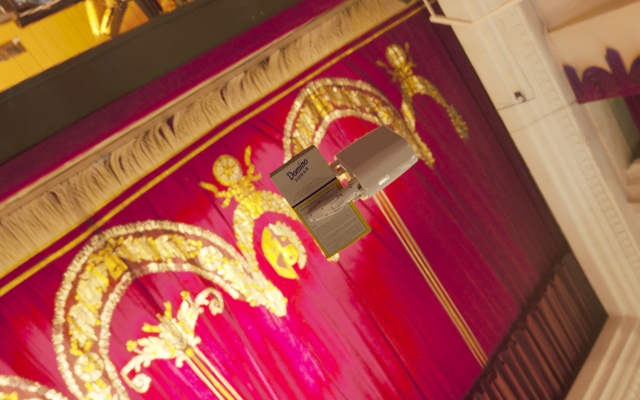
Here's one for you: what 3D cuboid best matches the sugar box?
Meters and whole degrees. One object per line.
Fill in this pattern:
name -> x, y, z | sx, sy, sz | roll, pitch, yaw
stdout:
sugar box -> 0.000, 0.003, 0.806 | 0.093, 0.176, 0.048 | -34, 14, 0
